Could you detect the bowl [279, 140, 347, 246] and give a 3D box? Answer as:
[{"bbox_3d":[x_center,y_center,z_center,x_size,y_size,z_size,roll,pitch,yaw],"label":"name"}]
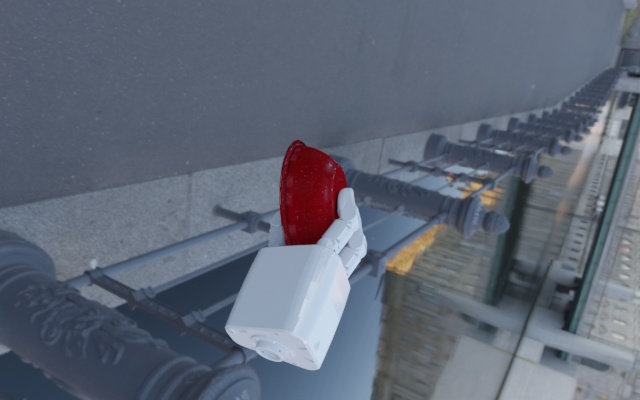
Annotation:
[{"bbox_3d":[0.001,0.001,0.611,0.055,0.162,0.162,-3,-1,15],"label":"bowl"}]
